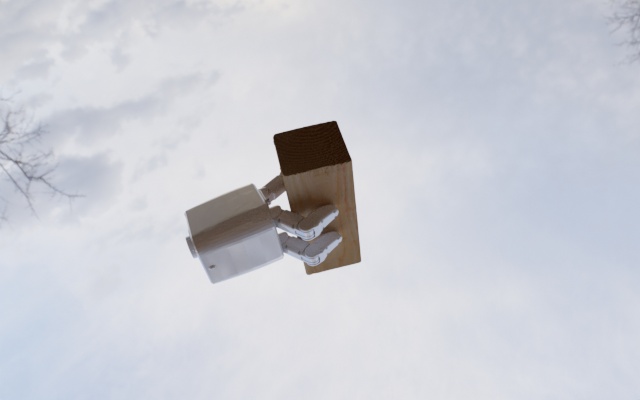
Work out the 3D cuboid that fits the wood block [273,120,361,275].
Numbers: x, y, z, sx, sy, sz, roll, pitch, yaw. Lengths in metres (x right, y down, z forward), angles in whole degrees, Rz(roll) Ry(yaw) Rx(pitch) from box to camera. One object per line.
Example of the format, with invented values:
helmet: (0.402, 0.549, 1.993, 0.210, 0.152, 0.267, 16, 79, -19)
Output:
wood block: (0.000, 0.002, 0.681, 0.090, 0.206, 0.090, -14, 46, -4)
